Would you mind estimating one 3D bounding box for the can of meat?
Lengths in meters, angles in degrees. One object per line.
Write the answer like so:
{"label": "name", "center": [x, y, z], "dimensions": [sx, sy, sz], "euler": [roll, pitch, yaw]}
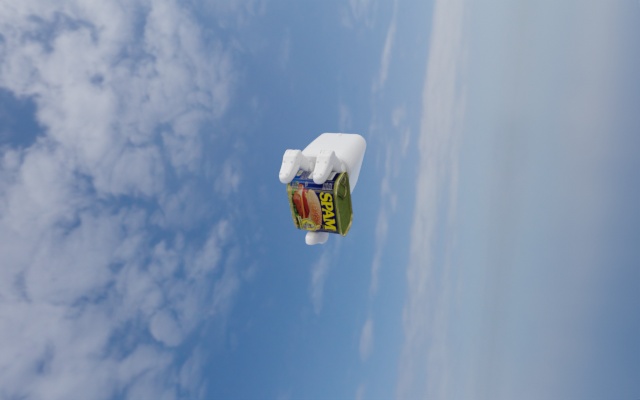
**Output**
{"label": "can of meat", "center": [0.000, 0.003, 0.751], "dimensions": [0.084, 0.102, 0.057], "euler": [5, 35, 21]}
